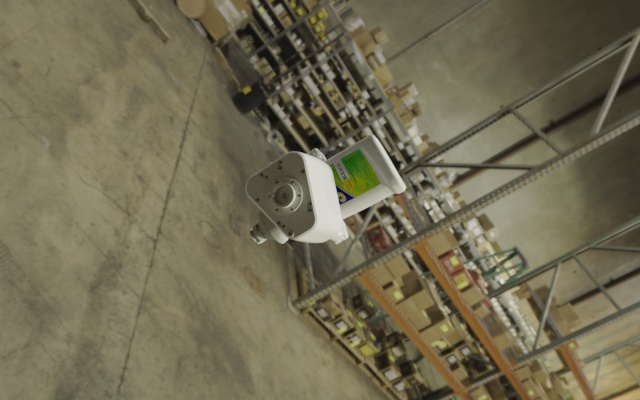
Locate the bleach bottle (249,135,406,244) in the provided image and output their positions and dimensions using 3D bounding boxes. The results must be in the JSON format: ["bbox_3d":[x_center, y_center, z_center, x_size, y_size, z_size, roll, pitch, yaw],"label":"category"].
[{"bbox_3d":[0.000,0.002,0.753,0.251,0.102,0.068,-31,-15,13],"label":"bleach bottle"}]
